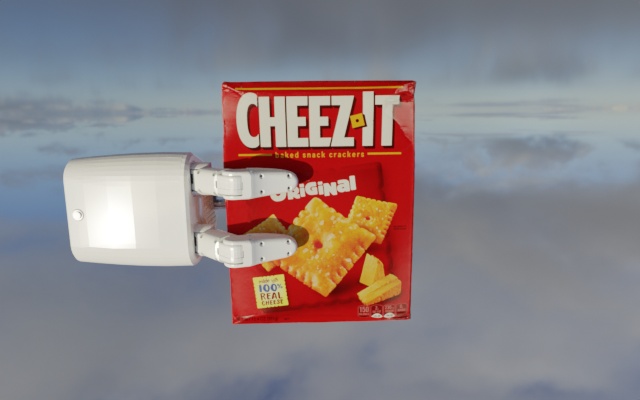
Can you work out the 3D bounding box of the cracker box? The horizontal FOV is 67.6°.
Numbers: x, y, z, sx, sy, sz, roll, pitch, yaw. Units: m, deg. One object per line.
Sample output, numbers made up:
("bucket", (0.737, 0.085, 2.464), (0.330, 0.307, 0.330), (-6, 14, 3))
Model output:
("cracker box", (0.000, 0.002, 0.434), (0.164, 0.214, 0.072), (-1, 11, 0))
